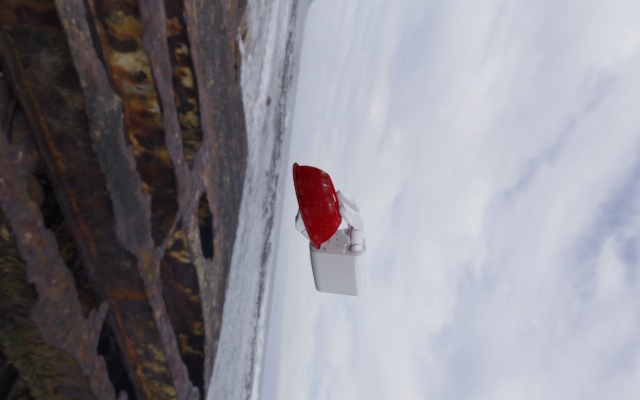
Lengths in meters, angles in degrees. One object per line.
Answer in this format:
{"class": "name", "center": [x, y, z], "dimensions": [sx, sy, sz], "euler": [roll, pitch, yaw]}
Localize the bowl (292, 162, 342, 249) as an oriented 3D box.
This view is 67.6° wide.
{"class": "bowl", "center": [0.000, 0.002, 0.851], "dimensions": [0.055, 0.162, 0.162], "euler": [-16, -2, 8]}
